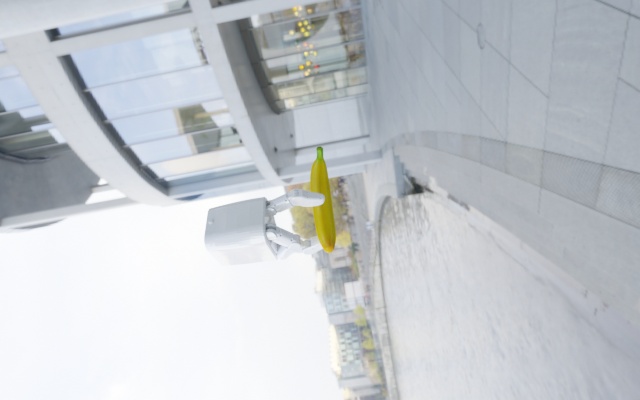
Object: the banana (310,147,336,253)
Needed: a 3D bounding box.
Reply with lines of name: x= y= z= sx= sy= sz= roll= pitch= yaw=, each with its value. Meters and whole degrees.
banana: x=0.002 y=0.006 z=0.864 sx=0.037 sy=0.197 sz=0.070 roll=-9 pitch=-20 yaw=5
